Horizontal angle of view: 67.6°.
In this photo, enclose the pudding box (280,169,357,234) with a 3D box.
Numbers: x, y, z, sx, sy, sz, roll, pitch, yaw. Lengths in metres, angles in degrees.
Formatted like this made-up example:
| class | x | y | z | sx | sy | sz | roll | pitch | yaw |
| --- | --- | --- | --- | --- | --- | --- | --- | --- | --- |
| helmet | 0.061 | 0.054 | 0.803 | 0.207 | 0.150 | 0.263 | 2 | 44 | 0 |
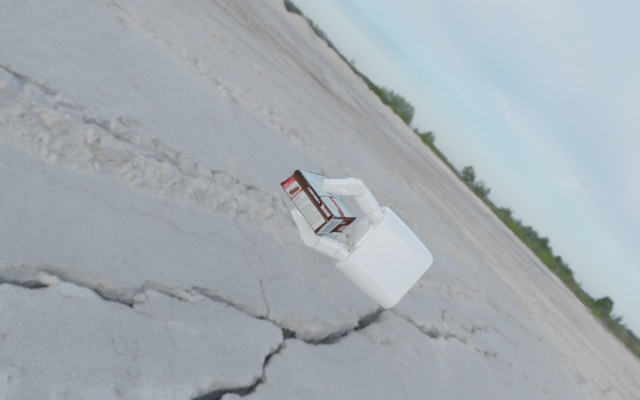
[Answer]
| class | x | y | z | sx | sy | sz | roll | pitch | yaw |
| --- | --- | --- | --- | --- | --- | --- | --- | --- | --- |
| pudding box | 0.000 | 0.002 | 0.700 | 0.039 | 0.090 | 0.113 | -41 | -15 | 13 |
